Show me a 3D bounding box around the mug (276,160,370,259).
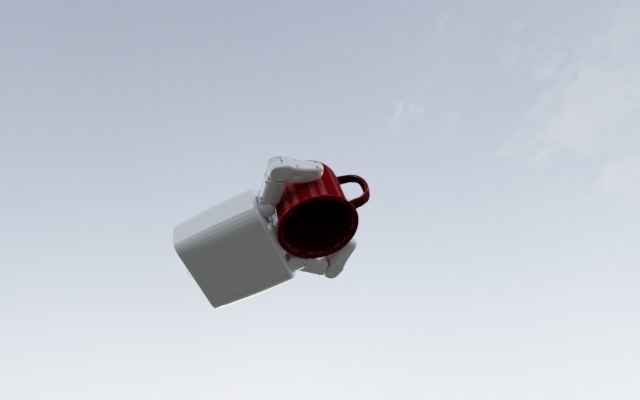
[{"bbox_3d":[0.001,0.001,0.556,0.117,0.093,0.081,-24,41,3],"label":"mug"}]
